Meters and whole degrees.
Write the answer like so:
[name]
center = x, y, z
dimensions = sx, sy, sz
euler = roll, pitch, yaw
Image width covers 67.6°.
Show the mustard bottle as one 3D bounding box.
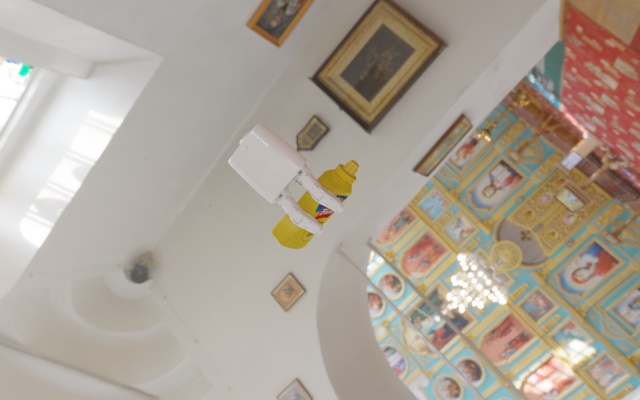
[mustard bottle]
center = 0.000, 0.003, 0.853
dimensions = 0.058, 0.192, 0.096
euler = 49, 19, 23
